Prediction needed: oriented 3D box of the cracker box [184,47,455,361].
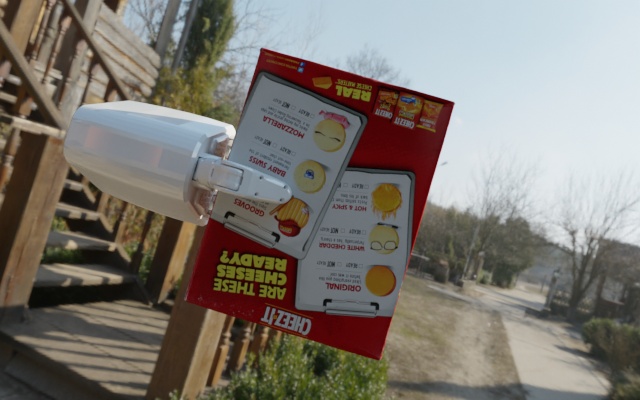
[{"bbox_3d":[0.000,0.001,0.406,0.164,0.213,0.072,16,-1,3],"label":"cracker box"}]
